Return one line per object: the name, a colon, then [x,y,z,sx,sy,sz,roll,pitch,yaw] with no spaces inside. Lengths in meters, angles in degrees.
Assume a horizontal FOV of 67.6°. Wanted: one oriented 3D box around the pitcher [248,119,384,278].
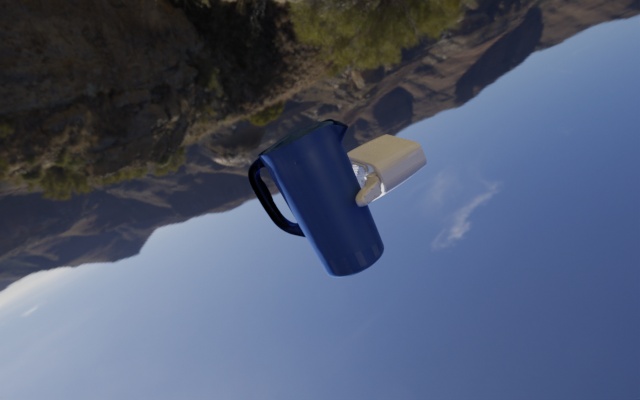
pitcher: [0.000,0.002,0.782,0.145,0.243,0.149,-32,14,-26]
